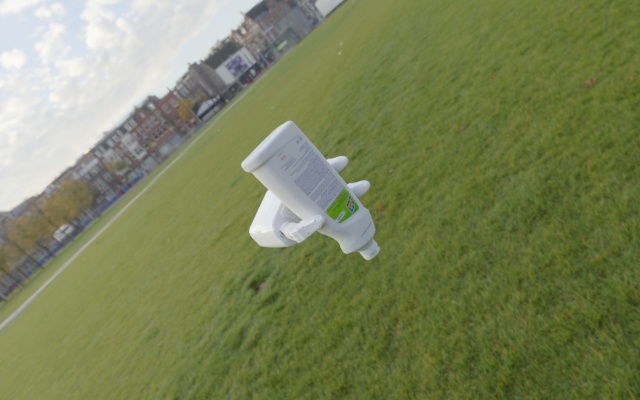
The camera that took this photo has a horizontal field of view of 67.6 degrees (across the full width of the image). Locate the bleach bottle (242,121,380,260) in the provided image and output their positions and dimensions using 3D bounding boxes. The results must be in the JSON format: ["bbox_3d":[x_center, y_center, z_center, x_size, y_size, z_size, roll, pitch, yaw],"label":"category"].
[{"bbox_3d":[0.000,0.002,0.739,0.102,0.251,0.068,-50,18,-25],"label":"bleach bottle"}]
